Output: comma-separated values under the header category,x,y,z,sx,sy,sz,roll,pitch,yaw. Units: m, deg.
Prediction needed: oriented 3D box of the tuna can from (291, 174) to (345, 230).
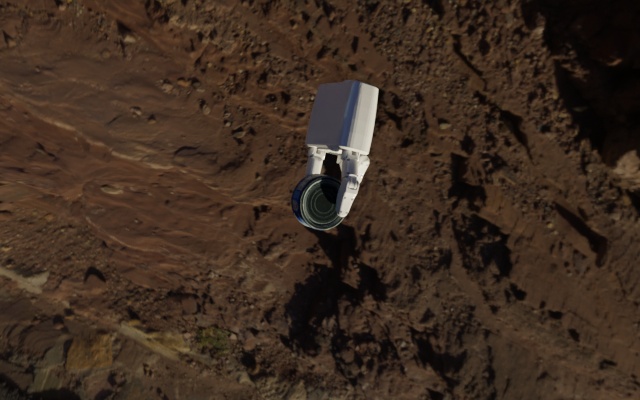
category,x,y,z,sx,sy,sz,roll,pitch,yaw
tuna can,0.000,0.003,0.739,0.086,0.086,0.033,0,7,-25
